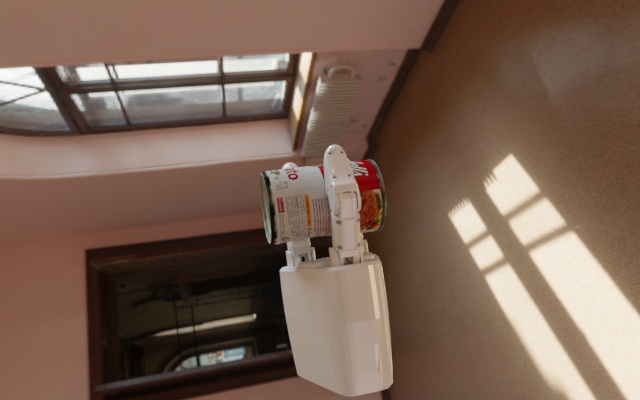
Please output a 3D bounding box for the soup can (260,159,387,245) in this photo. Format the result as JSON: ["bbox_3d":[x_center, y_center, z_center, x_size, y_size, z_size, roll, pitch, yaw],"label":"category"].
[{"bbox_3d":[0.000,0.001,0.434,0.102,0.068,0.068,-7,1,-12],"label":"soup can"}]
